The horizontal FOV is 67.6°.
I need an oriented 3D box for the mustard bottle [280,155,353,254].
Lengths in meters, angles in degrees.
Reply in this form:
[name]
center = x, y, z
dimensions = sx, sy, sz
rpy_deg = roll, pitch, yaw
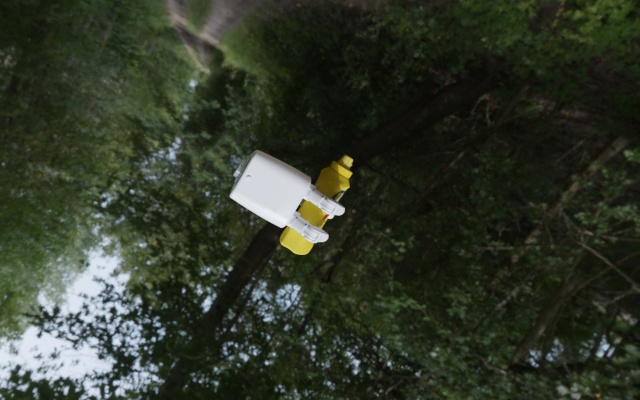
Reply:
[mustard bottle]
center = 0.000, 0.003, 0.858
dimensions = 0.058, 0.191, 0.096
rpy_deg = 32, 6, 10
